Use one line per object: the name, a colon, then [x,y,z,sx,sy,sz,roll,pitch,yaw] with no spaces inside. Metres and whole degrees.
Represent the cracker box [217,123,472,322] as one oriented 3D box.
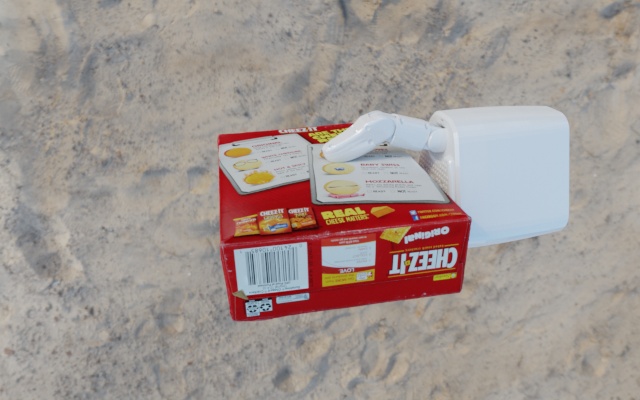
cracker box: [0.000,0.001,0.401,0.164,0.072,0.213,-6,27,-10]
